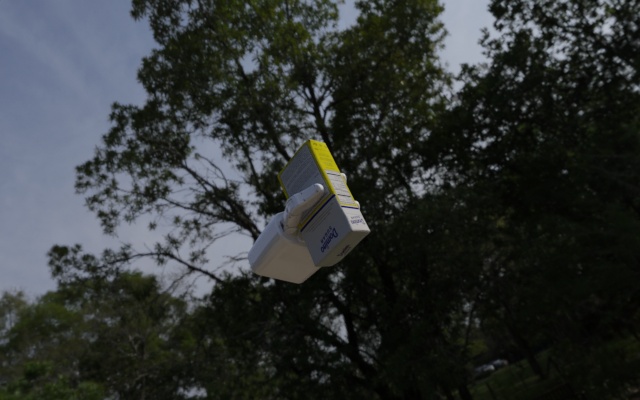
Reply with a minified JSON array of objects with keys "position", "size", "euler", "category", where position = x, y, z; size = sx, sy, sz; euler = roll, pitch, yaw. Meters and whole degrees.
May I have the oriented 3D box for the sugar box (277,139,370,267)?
[{"position":[0.000,0.002,0.723],"size":[0.048,0.176,0.093],"euler":[5,-41,-43],"category":"sugar box"}]
